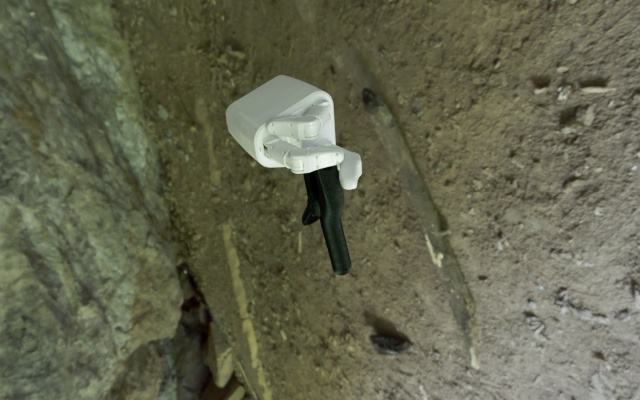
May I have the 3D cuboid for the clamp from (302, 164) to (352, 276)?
[{"bbox_3d":[0.000,0.002,0.615,0.039,0.172,0.120,-21,36,-24],"label":"clamp"}]
